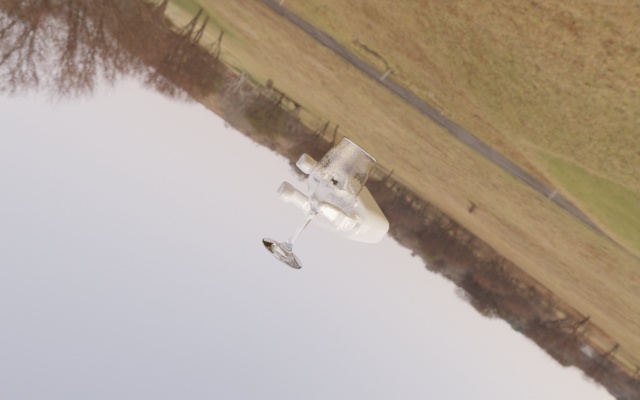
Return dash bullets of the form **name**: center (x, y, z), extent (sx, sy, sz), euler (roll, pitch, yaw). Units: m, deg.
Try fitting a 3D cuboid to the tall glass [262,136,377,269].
- **tall glass**: center (0.000, 0.003, 0.715), extent (0.079, 0.201, 0.079), euler (36, 9, -6)
